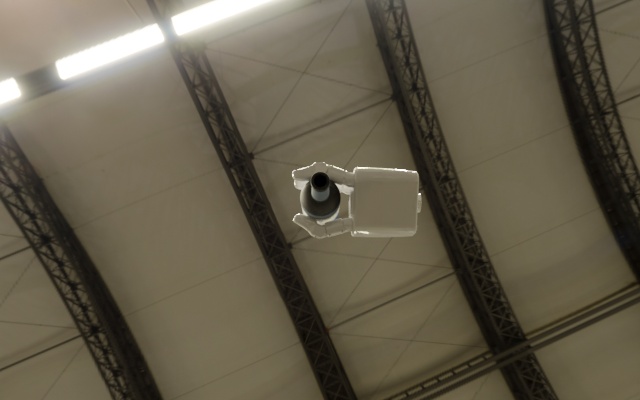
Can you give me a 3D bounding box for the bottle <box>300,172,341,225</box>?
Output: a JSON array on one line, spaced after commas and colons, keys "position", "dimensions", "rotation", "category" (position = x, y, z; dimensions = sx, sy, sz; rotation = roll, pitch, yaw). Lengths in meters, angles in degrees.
[{"position": [0.000, 0.003, 0.818], "dimensions": [0.069, 0.069, 0.296], "rotation": [0, -12, 0], "category": "bottle"}]
